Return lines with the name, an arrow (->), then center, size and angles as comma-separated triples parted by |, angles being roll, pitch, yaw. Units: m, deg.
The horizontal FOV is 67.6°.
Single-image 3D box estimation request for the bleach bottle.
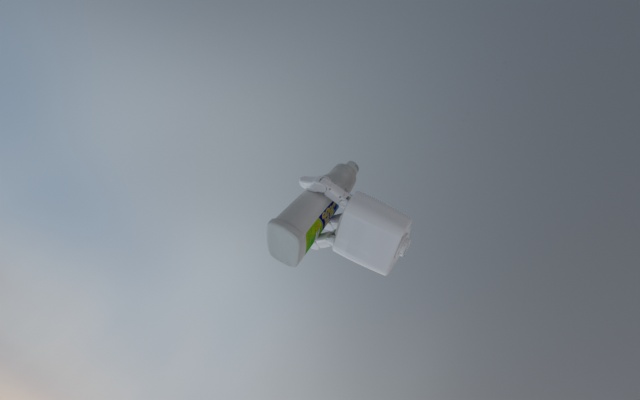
bleach bottle -> 0.000, 0.003, 0.867 | 0.068, 0.103, 0.250 | 27, 51, 17
